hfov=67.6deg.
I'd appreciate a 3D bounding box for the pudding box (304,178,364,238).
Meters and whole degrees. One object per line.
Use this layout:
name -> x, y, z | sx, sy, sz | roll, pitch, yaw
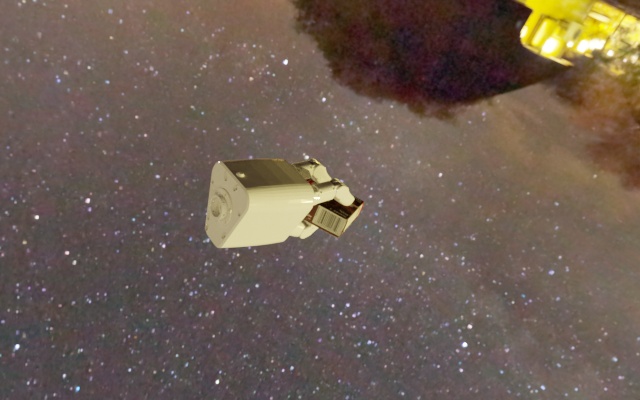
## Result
pudding box -> 0.000, 0.003, 0.724 | 0.113, 0.039, 0.090 | 30, 26, 10
